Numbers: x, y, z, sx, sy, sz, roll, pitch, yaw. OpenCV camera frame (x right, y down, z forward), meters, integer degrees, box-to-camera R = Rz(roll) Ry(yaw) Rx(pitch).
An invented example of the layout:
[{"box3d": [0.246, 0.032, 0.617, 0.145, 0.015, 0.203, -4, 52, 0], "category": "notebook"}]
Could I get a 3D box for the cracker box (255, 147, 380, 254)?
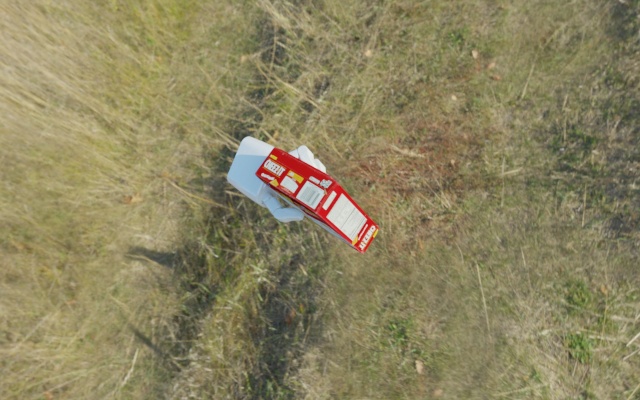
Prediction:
[{"box3d": [0.000, 0.003, 0.895, 0.164, 0.072, 0.214, 31, -7, 35], "category": "cracker box"}]
